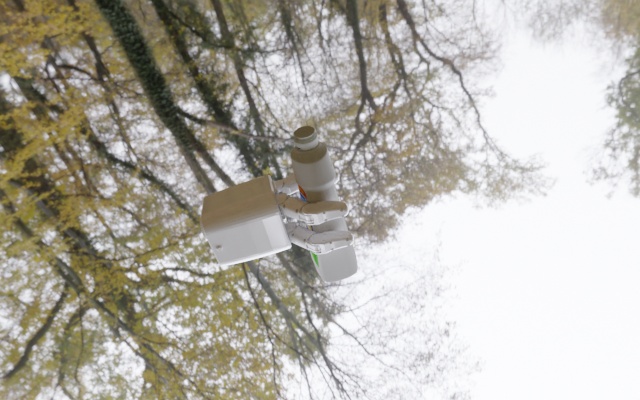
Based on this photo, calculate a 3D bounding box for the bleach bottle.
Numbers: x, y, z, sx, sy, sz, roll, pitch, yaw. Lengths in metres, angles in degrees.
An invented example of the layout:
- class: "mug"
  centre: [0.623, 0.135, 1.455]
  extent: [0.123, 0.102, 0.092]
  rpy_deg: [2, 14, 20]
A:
- class: "bleach bottle"
  centre: [0.000, 0.002, 0.693]
  extent: [0.068, 0.251, 0.102]
  rpy_deg: [-18, 39, -5]
